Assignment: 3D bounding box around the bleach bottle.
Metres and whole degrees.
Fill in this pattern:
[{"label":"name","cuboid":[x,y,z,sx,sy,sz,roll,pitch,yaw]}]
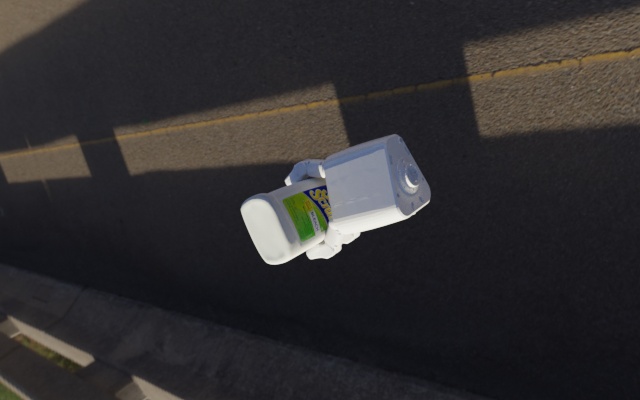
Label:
[{"label":"bleach bottle","cuboid":[0.000,0.003,0.728,0.068,0.102,0.250,-18,7,42]}]
